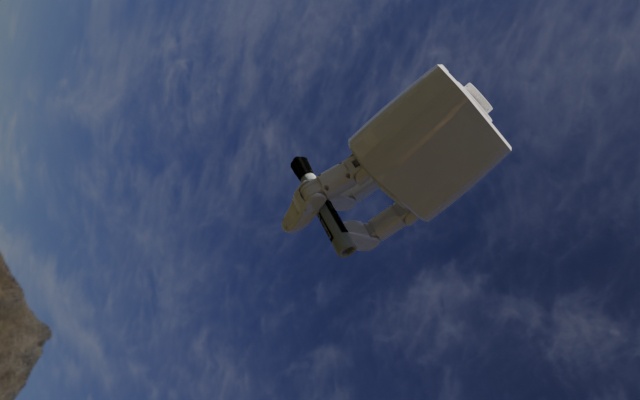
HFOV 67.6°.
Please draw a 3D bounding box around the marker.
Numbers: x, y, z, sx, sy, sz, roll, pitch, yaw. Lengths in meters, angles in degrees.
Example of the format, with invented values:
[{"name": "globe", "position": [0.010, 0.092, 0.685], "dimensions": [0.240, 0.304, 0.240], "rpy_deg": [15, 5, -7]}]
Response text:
[{"name": "marker", "position": [0.000, 0.002, 0.456], "dimensions": [0.020, 0.121, 0.020], "rpy_deg": [-19, -35, -14]}]
